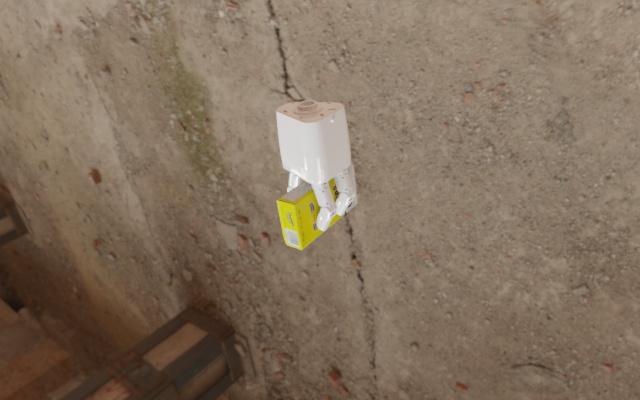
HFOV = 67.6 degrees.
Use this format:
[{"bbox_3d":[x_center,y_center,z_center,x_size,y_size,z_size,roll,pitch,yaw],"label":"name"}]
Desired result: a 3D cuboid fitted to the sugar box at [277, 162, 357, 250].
[{"bbox_3d":[0.000,0.003,0.852,0.048,0.093,0.176,16,37,36],"label":"sugar box"}]
